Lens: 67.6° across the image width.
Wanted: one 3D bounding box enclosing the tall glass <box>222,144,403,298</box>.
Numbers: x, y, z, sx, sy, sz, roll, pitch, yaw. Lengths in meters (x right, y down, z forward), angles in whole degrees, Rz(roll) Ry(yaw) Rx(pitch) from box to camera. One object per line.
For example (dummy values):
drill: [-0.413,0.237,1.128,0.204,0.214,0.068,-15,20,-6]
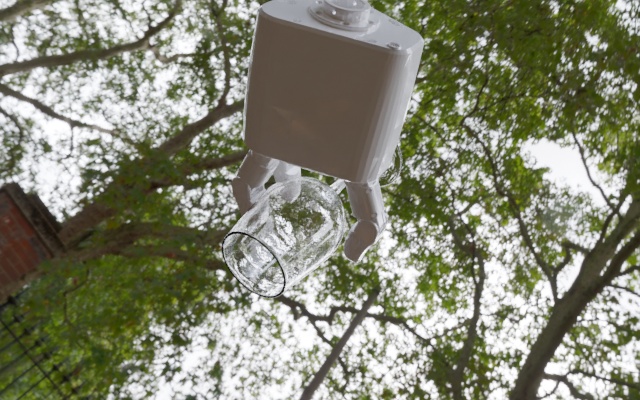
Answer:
tall glass: [0.000,0.001,0.433,0.079,0.079,0.201,0,30,37]
